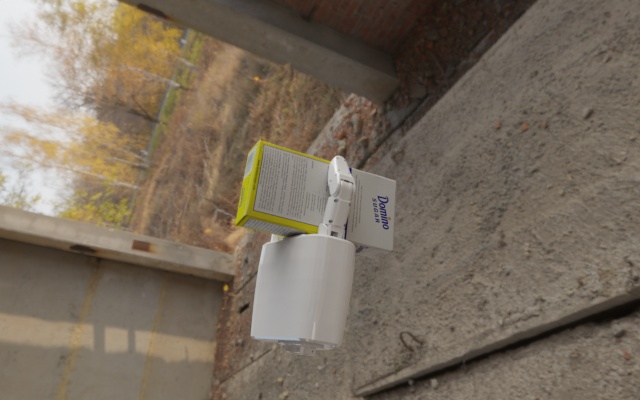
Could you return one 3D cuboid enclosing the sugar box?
[{"bbox_3d":[0.000,0.002,0.543,0.176,0.093,0.048,17,-25,-22],"label":"sugar box"}]
